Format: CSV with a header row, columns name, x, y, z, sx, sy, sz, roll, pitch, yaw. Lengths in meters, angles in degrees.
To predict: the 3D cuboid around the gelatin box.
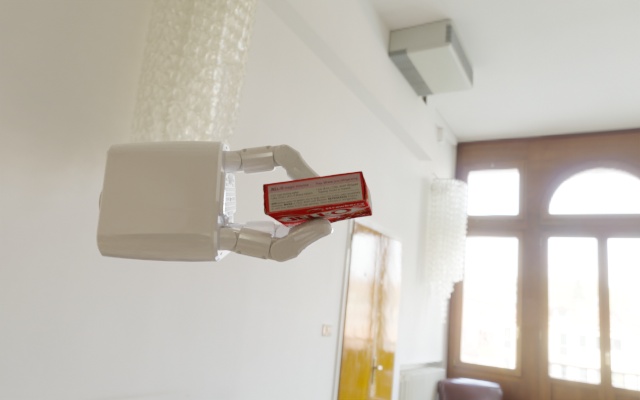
name,x,y,z,sx,sy,sz,roll,pitch,yaw
gelatin box,0.000,0.001,0.434,0.089,0.030,0.073,-8,-13,8
